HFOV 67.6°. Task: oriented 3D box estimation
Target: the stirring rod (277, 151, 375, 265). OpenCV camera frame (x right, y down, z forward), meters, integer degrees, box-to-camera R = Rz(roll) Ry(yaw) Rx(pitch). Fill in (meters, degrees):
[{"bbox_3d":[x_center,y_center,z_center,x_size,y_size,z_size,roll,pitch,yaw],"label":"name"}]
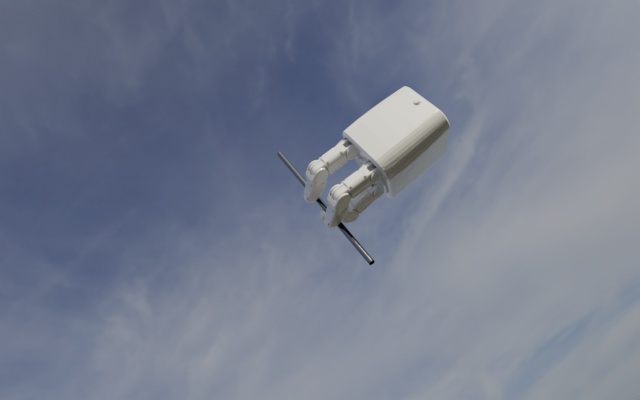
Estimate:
[{"bbox_3d":[0.000,0.002,0.646,0.011,0.011,0.239,0,37,-40],"label":"stirring rod"}]
